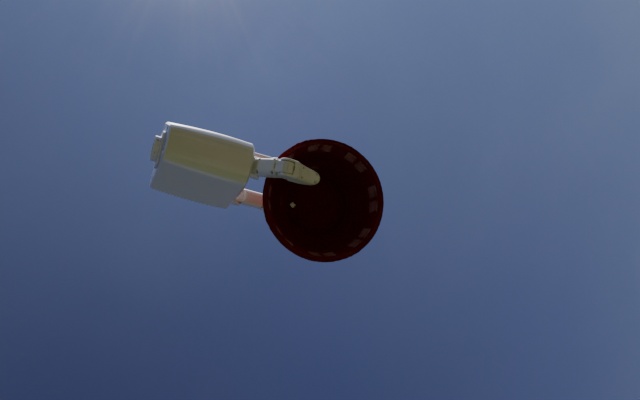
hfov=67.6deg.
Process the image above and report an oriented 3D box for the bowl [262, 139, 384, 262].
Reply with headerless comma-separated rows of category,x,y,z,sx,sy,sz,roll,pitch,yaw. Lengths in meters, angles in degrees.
bowl,0.001,0.003,0.641,0.162,0.162,0.055,0,-8,-13
